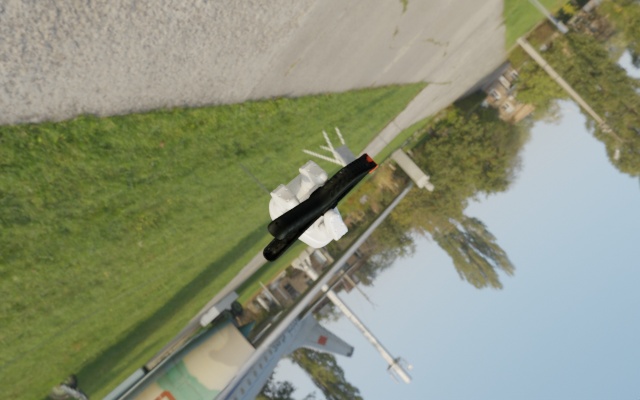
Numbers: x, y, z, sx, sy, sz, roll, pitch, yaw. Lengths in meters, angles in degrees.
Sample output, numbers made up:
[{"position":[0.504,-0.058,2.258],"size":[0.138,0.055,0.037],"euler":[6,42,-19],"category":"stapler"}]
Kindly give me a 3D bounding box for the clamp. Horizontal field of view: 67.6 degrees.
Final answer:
[{"position":[0.001,0.002,0.661],"size":[0.210,0.036,0.164],"euler":[-41,-6,-12],"category":"clamp"}]
